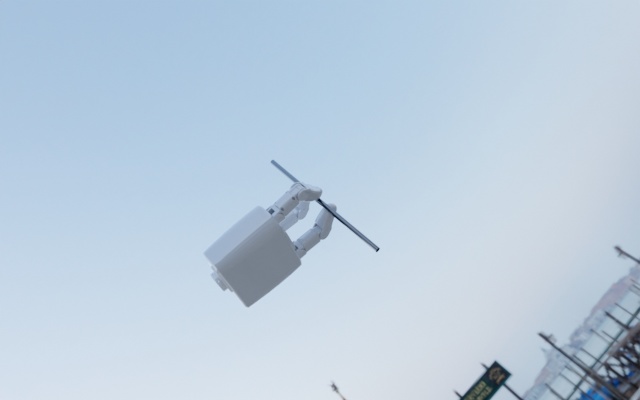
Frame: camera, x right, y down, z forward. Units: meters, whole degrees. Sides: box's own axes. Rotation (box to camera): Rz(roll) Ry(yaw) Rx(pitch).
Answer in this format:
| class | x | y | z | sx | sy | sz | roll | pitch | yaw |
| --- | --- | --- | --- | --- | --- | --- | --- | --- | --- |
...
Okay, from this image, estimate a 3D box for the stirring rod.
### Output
| class | x | y | z | sx | sy | sz | roll | pitch | yaw |
| --- | --- | --- | --- | --- | --- | --- | --- | --- | --- |
| stirring rod | 0.000 | 0.002 | 0.719 | 0.239 | 0.011 | 0.011 | 40 | 23 | 31 |
